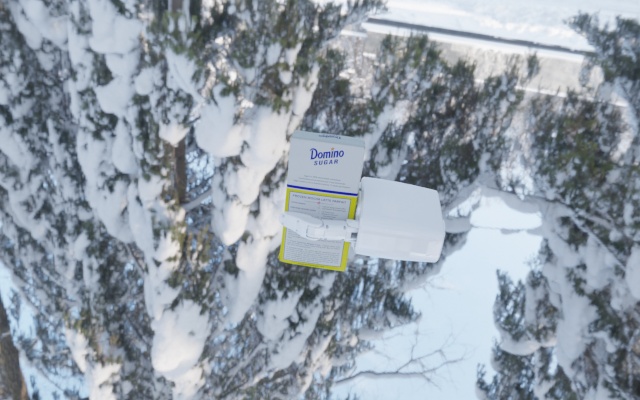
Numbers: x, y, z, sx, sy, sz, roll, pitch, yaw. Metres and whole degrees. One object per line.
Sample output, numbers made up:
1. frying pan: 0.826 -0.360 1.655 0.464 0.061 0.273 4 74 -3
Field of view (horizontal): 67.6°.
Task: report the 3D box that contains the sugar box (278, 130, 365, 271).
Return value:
1. sugar box: 0.000 0.002 0.623 0.093 0.176 0.048 8 21 0
